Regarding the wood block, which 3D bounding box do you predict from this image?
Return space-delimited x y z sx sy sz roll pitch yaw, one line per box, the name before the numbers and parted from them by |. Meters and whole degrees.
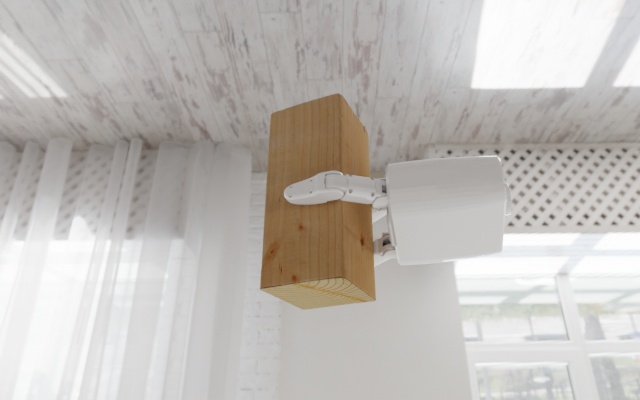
wood block | 0.000 0.002 0.517 0.090 0.206 0.091 -12 -29 23
